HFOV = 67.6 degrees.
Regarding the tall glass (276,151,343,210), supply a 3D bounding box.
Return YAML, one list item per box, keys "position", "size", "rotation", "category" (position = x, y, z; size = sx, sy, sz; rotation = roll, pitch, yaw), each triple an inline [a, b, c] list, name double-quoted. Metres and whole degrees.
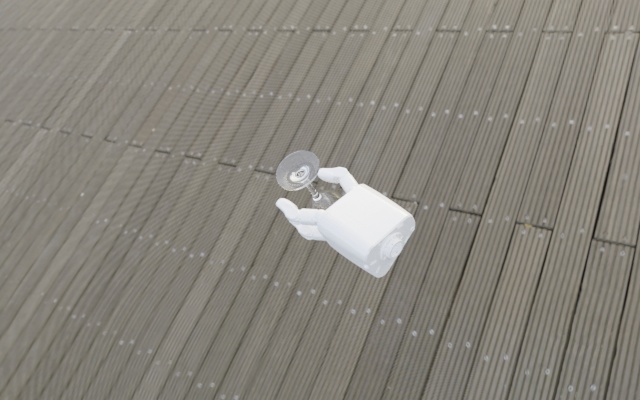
- position: [0.000, 0.002, 0.823]
  size: [0.079, 0.079, 0.201]
  rotation: [0, -30, 25]
  category: "tall glass"
